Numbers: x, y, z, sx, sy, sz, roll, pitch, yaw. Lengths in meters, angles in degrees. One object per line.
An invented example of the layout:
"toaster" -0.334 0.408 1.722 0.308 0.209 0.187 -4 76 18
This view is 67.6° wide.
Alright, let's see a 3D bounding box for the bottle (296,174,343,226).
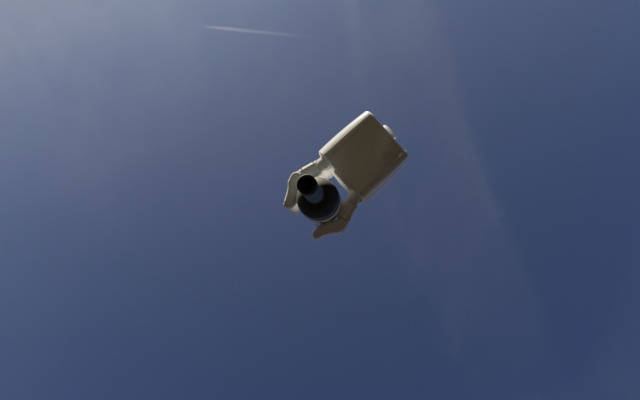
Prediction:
"bottle" 0.000 0.003 0.777 0.069 0.069 0.296 0 -9 7
